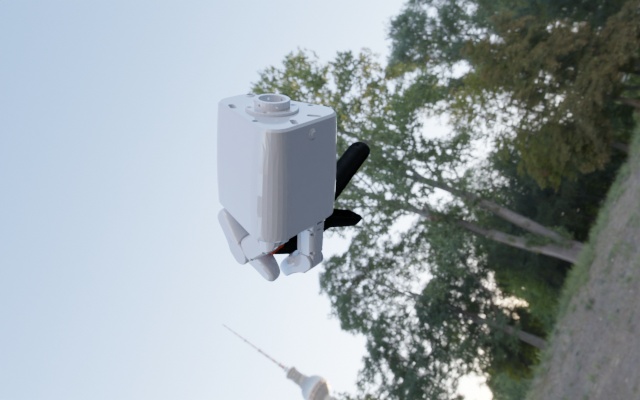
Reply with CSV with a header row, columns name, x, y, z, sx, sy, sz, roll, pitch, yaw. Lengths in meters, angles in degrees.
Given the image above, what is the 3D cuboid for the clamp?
name,x,y,z,sx,sy,sz,roll,pitch,yaw
clamp,0.000,0.002,0.547,0.039,0.120,0.171,23,33,33
